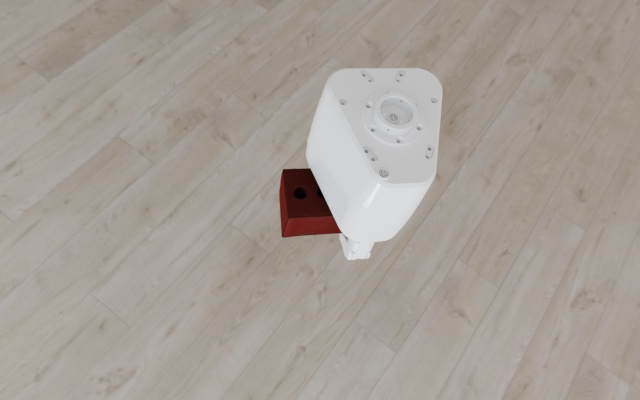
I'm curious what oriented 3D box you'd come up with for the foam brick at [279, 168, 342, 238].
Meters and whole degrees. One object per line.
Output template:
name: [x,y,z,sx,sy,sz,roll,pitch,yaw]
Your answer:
foam brick: [0.000,0.002,0.466,0.078,0.053,0.051,-4,-24,-10]
